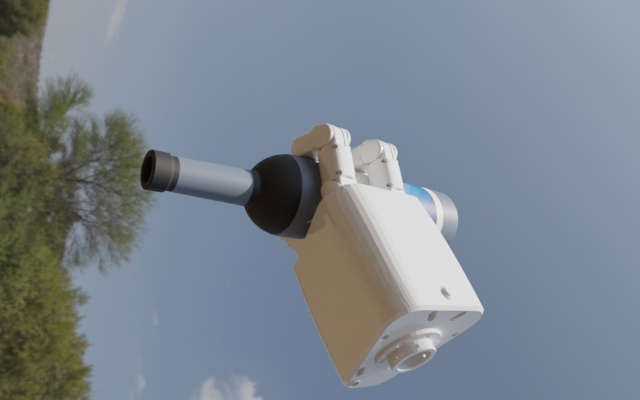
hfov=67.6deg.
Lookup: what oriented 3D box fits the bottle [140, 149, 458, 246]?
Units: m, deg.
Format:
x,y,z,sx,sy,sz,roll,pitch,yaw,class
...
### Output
x,y,z,sx,sy,sz,roll,pitch,yaw,class
0.000,0.001,0.405,0.296,0.069,0.069,11,-7,-37,bottle
